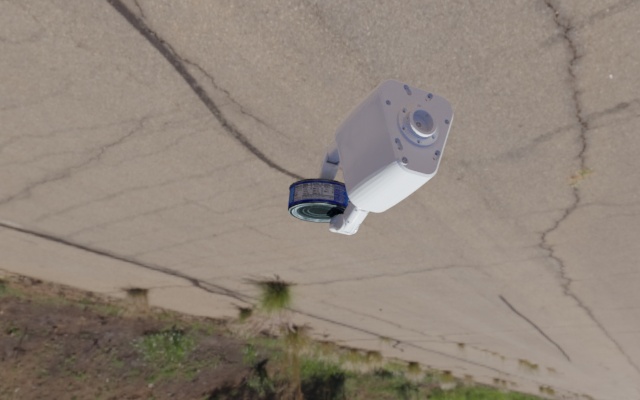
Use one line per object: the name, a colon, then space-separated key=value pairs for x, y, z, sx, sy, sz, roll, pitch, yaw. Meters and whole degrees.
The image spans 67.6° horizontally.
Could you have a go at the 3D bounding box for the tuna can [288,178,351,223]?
tuna can: x=0.000 y=0.003 z=0.629 sx=0.086 sy=0.033 sz=0.086 roll=3 pitch=-19 yaw=1
